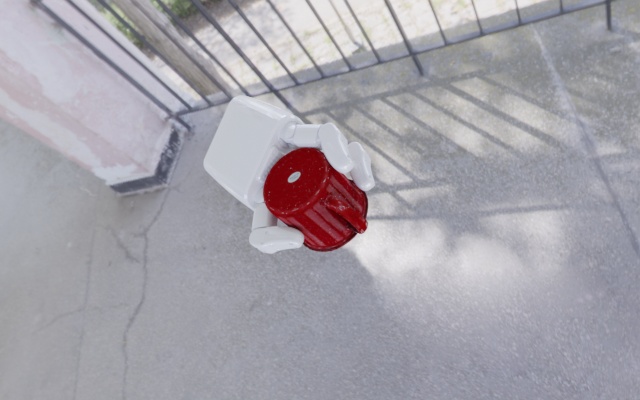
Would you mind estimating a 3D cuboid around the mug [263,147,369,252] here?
[{"bbox_3d":[0.001,0.002,0.501,0.117,0.093,0.081,32,-8,42],"label":"mug"}]
